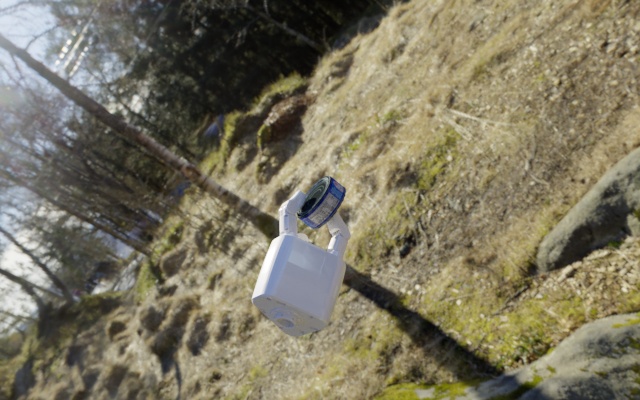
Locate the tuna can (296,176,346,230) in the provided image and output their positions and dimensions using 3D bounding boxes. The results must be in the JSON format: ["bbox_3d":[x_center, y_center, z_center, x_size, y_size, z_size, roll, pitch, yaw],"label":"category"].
[{"bbox_3d":[0.000,0.002,0.761,0.034,0.086,0.086,38,-13,-17],"label":"tuna can"}]
